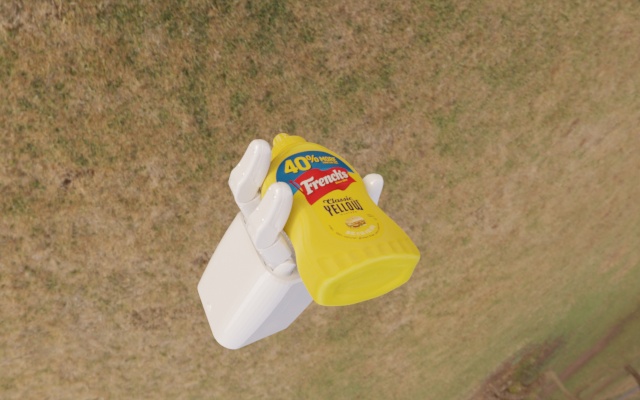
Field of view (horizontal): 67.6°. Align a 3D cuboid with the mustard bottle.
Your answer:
[{"bbox_3d":[0.000,0.001,0.432,0.096,0.058,0.191,-11,47,-26],"label":"mustard bottle"}]
